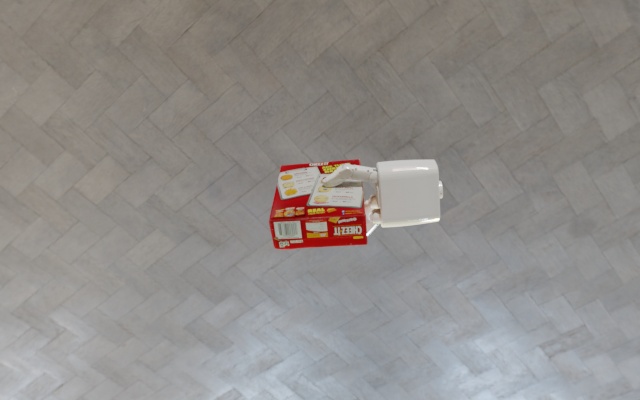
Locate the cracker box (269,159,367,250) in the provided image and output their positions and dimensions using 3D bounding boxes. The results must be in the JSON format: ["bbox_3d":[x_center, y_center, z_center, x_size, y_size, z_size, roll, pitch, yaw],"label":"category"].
[{"bbox_3d":[0.000,0.003,0.892,0.164,0.072,0.213,-4,29,4],"label":"cracker box"}]
